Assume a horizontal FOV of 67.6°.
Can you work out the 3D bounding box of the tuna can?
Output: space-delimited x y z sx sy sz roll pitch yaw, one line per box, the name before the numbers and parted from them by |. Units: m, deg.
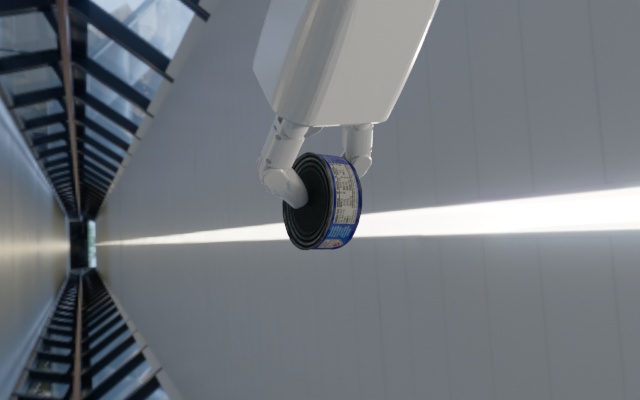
tuna can | 0.001 0.001 0.425 0.034 0.086 0.086 3 -2 -31
